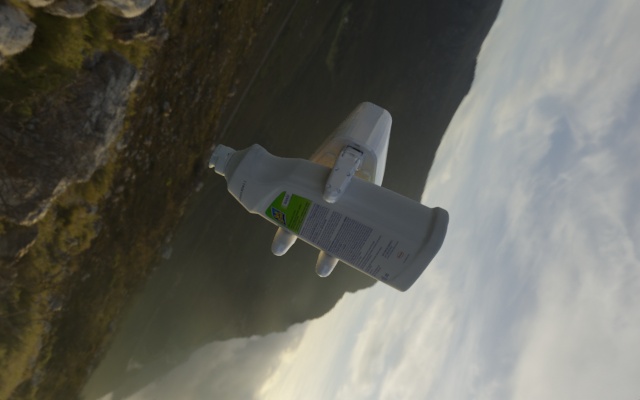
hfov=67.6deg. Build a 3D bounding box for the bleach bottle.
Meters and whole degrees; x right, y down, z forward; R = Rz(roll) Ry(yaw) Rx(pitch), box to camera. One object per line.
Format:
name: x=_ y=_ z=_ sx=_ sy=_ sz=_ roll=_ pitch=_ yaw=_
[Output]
bleach bottle: x=0.000 y=0.002 z=0.509 sx=0.251 sy=0.103 sz=0.068 roll=27 pitch=42 yaw=2
